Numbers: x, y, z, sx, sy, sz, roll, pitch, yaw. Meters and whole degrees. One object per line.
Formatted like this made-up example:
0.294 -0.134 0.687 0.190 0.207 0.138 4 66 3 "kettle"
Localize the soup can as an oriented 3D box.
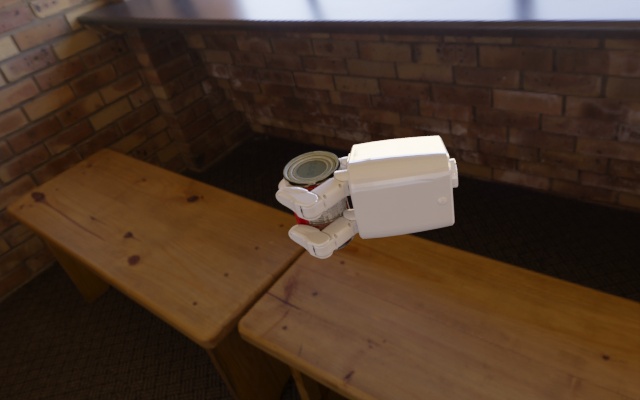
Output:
0.000 0.002 0.564 0.068 0.102 0.068 -10 36 7 "soup can"
